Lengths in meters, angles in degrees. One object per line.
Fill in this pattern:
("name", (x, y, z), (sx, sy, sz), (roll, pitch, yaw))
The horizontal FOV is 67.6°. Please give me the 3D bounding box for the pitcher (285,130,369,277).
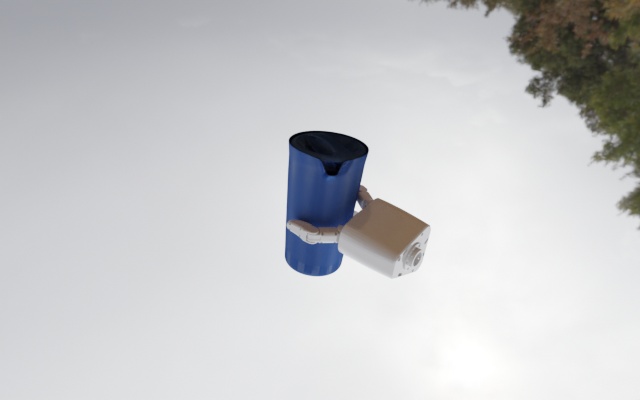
("pitcher", (0.000, 0.003, 0.845), (0.145, 0.243, 0.149), (26, 32, 31))
